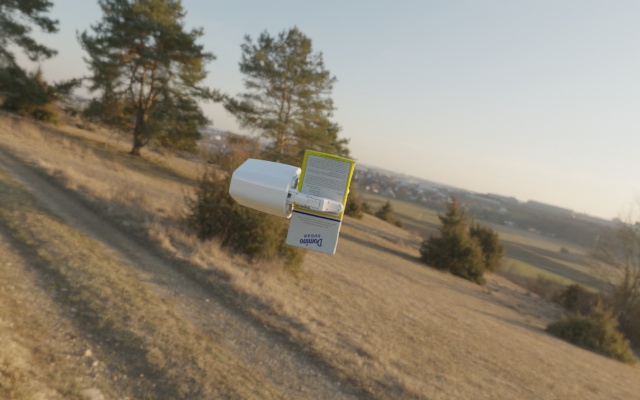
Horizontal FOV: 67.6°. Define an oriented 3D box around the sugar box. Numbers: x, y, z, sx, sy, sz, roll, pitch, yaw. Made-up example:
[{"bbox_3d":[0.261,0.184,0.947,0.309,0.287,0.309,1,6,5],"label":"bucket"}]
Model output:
[{"bbox_3d":[0.000,0.003,0.874,0.093,0.176,0.048,13,7,4],"label":"sugar box"}]
